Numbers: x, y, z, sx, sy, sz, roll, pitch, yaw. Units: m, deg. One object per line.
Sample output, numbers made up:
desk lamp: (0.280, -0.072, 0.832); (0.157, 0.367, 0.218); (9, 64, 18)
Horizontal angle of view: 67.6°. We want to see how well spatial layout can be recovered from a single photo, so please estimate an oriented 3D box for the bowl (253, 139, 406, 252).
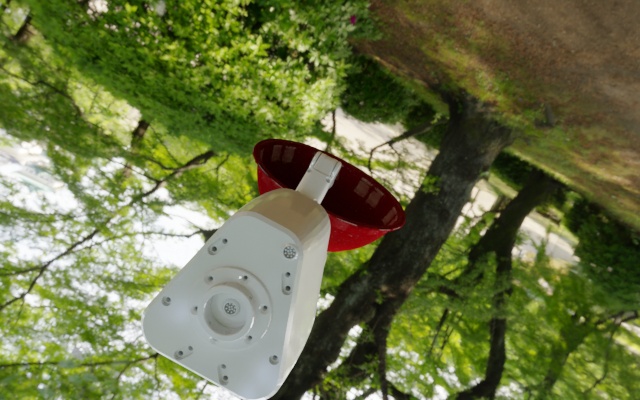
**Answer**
bowl: (0.000, 0.002, 0.472); (0.162, 0.055, 0.162); (23, 22, -10)
